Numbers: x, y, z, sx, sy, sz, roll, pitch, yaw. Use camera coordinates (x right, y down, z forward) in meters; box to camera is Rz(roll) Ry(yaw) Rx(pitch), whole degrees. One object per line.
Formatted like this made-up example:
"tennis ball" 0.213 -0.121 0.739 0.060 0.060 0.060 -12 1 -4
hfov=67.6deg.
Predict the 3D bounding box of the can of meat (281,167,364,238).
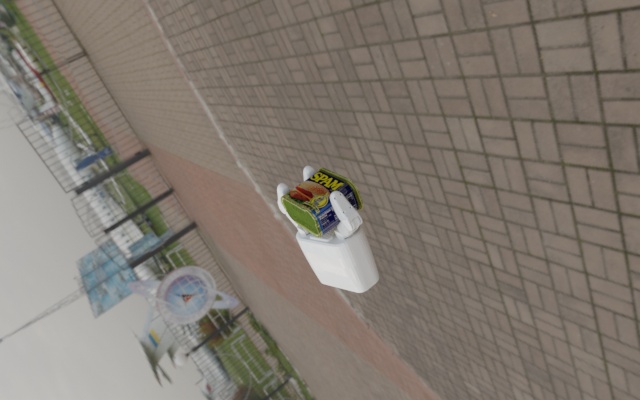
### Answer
"can of meat" 0.000 0.003 0.728 0.084 0.057 0.102 -35 35 -20
